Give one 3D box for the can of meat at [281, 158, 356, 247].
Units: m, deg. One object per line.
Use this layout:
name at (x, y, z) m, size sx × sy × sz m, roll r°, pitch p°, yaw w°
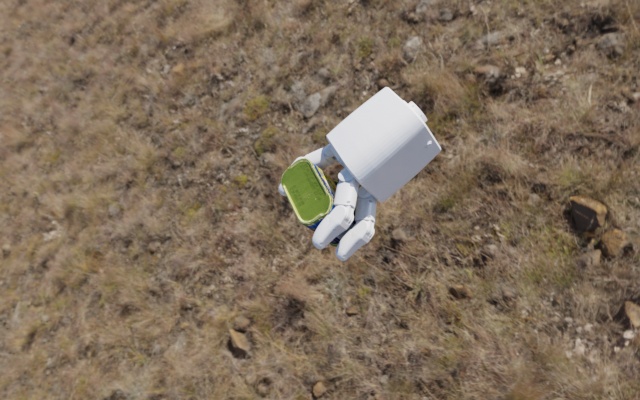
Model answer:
can of meat at (0.000, 0.002, 0.634) m, size 0.057 × 0.102 × 0.084 m, roll -37°, pitch -36°, yaw 12°
